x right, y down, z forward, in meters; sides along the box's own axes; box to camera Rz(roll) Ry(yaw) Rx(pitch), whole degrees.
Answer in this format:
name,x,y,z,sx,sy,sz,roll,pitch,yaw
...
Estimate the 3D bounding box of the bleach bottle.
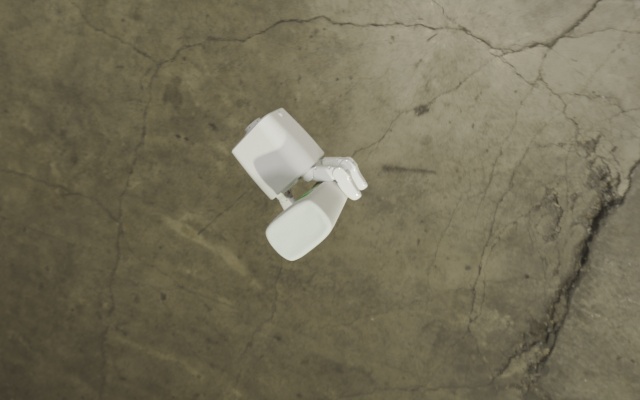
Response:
name,x,y,z,sx,sy,sz,roll,pitch,yaw
bleach bottle,0.000,0.003,0.782,0.102,0.068,0.250,-38,6,23
